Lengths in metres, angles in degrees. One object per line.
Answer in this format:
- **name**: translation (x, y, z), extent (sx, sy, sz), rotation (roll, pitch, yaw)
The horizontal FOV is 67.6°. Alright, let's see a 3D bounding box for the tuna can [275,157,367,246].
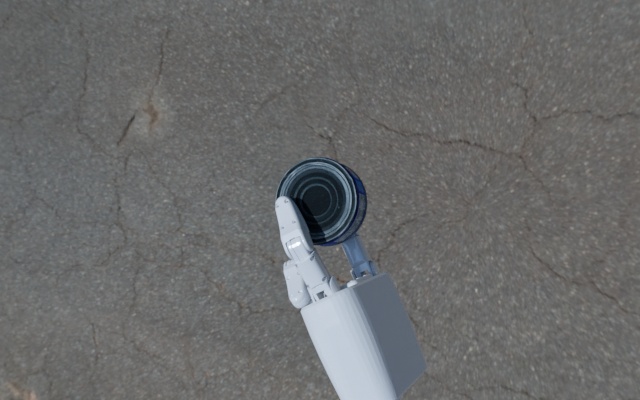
- **tuna can**: translation (0.000, 0.001, 0.464), extent (0.086, 0.086, 0.034), rotation (0, -6, 21)
